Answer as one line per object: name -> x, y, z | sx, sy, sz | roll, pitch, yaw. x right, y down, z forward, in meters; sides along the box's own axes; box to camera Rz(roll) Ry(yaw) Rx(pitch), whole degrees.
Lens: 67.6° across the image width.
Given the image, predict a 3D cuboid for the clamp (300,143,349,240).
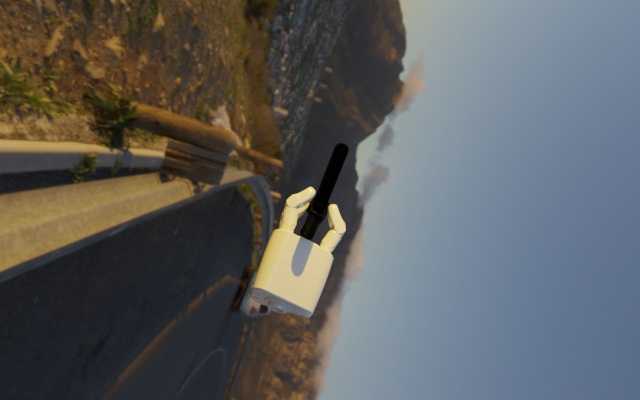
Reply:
clamp -> 0.001, 0.004, 0.863 | 0.036, 0.164, 0.210 | 22, -27, -1
